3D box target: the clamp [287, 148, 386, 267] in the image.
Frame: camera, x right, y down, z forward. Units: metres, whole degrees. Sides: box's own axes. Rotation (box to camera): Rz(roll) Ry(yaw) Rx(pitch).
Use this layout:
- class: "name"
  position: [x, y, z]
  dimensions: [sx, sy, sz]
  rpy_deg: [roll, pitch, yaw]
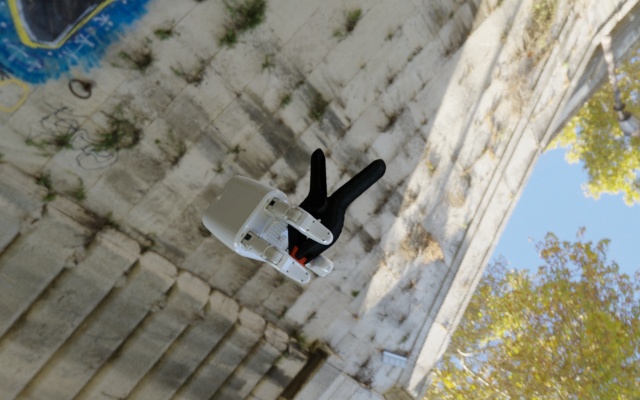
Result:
- class: "clamp"
  position: [0.000, 0.003, 0.637]
  dimensions: [0.120, 0.171, 0.039]
  rpy_deg: [24, -16, 47]
